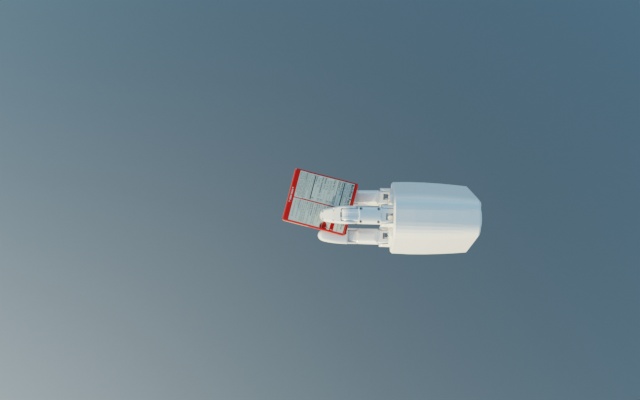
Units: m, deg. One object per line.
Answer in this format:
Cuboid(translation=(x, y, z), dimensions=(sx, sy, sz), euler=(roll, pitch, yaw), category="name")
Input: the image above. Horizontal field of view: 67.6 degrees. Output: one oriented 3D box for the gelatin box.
Cuboid(translation=(0.000, 0.002, 0.650), dimensions=(0.089, 0.073, 0.030), euler=(14, 0, 2), category="gelatin box")
